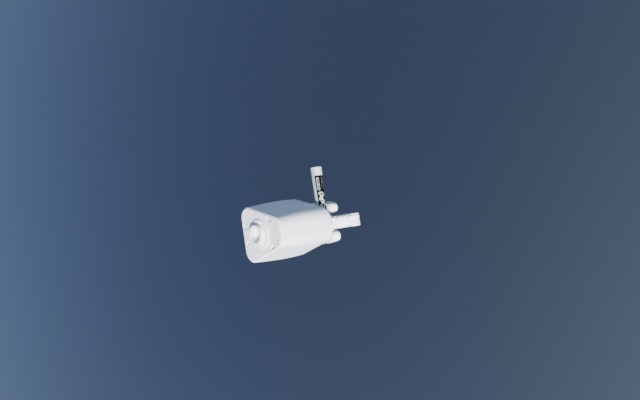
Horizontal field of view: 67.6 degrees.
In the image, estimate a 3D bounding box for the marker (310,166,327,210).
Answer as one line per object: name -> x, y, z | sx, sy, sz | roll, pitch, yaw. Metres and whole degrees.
marker -> 0.000, 0.003, 0.817 | 0.020, 0.121, 0.020 | -8, 0, 0
